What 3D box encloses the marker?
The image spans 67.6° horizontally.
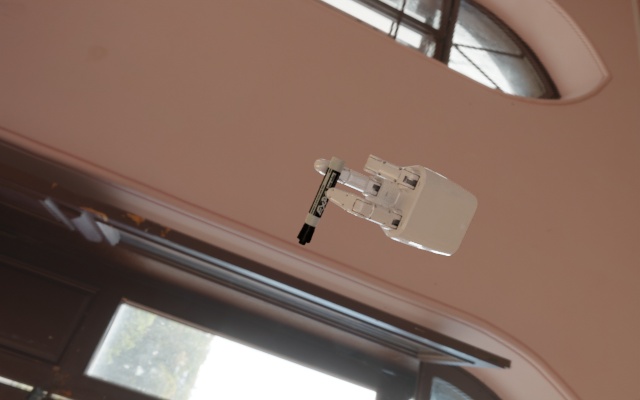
[{"bbox_3d":[0.000,0.002,0.616,0.020,0.121,0.020,24,5,-2],"label":"marker"}]
